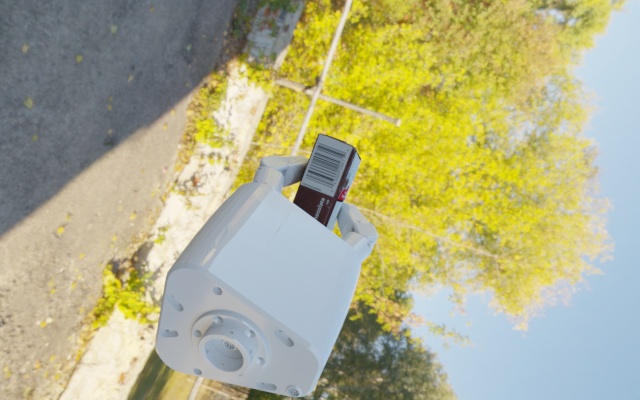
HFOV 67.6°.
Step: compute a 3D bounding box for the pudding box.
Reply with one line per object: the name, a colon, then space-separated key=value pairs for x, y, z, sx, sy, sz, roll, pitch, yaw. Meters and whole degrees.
pudding box: x=0.000 y=0.002 z=0.440 sx=0.039 sy=0.113 sz=0.090 roll=23 pitch=2 yaw=6
